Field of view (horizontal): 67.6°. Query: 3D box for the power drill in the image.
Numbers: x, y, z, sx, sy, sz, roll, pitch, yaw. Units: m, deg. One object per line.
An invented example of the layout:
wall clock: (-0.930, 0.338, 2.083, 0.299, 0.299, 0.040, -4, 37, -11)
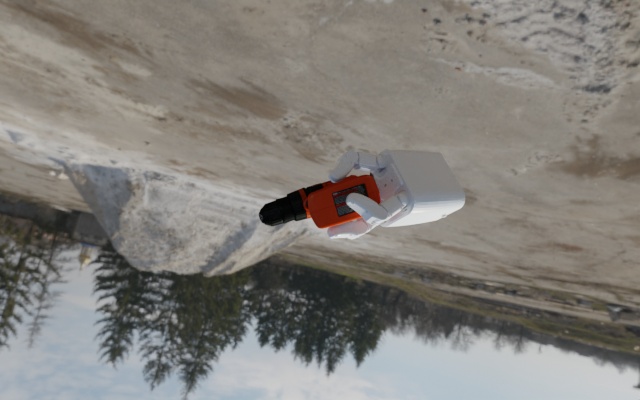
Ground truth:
power drill: (0.000, 0.002, 0.740, 0.184, 0.057, 0.187, -20, 7, -12)
